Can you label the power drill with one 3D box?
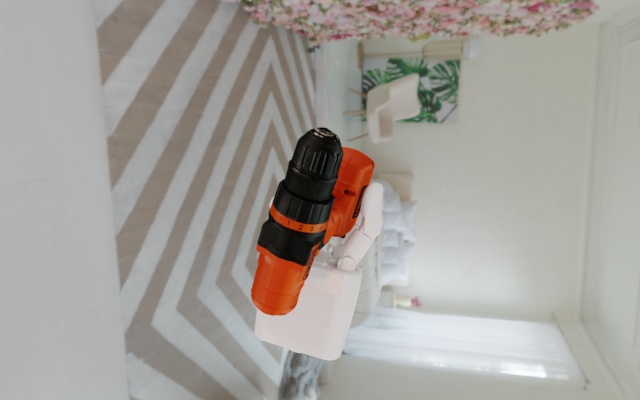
[{"bbox_3d":[0.000,0.002,0.482,0.057,0.184,0.187,26,25,12],"label":"power drill"}]
